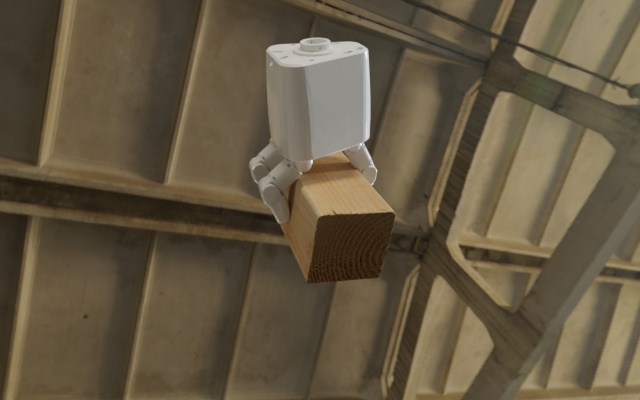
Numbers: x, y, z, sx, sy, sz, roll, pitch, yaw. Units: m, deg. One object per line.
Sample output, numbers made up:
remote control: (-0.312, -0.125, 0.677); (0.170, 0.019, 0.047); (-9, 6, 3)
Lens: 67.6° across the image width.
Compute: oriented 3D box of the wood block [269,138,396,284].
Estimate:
wood block: (0.000, 0.002, 0.590); (0.091, 0.090, 0.206); (-2, 30, -20)
